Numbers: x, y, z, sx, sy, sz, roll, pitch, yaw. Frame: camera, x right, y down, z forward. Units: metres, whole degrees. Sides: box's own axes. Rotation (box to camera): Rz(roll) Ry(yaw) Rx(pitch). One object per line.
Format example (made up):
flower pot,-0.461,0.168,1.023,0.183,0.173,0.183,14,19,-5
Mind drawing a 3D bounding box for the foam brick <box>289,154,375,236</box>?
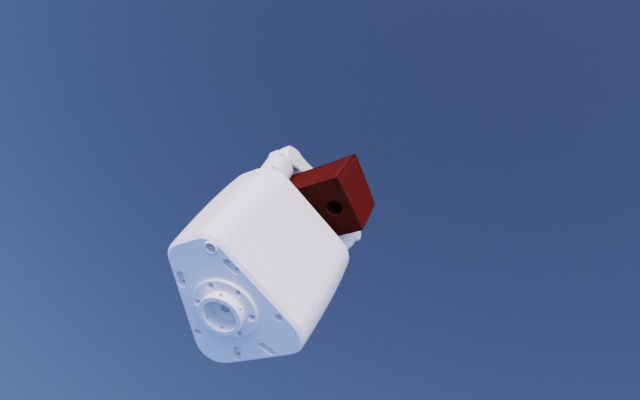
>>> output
foam brick,0.000,0.001,0.421,0.078,0.053,0.051,-17,19,26
